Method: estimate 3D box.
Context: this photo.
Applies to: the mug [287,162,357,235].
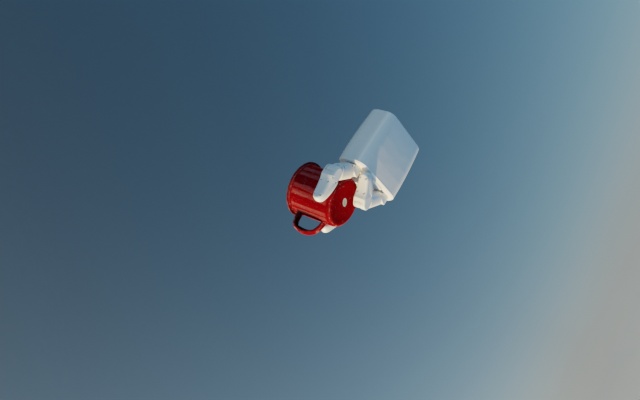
[{"bbox_3d":[0.000,0.004,0.763,0.081,0.117,0.093,20,-19,35],"label":"mug"}]
